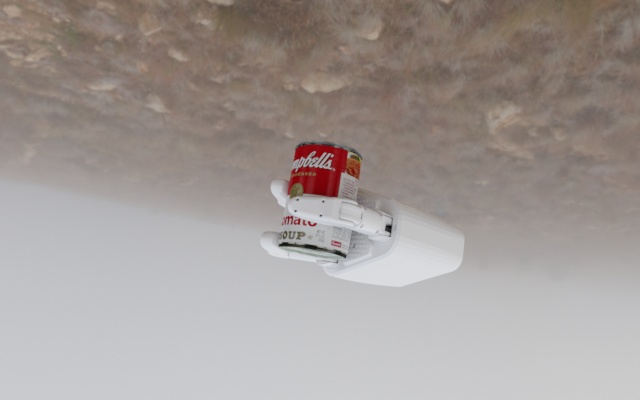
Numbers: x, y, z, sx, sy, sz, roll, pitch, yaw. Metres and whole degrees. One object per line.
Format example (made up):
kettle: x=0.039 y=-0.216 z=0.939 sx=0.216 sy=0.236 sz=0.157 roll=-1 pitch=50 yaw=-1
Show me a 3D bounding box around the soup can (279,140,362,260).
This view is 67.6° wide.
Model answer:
soup can: x=0.000 y=0.002 z=0.464 sx=0.068 sy=0.102 sz=0.068 roll=9 pitch=-12 yaw=2
